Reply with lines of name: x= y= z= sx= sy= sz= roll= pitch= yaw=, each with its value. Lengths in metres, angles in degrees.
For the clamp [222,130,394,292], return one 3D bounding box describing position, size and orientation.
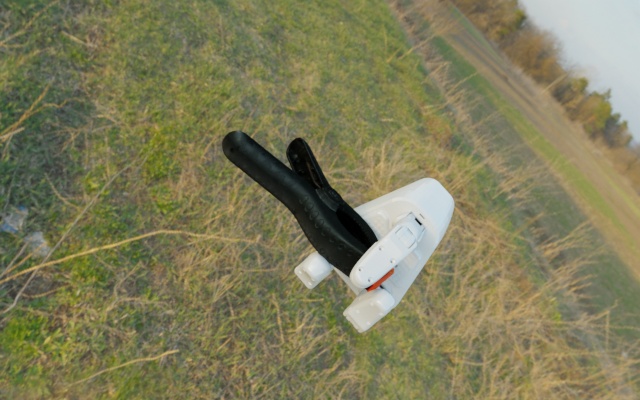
clamp: x=0.001 y=0.001 z=0.417 sx=0.039 sy=0.171 sz=0.120 roll=-44 pitch=-6 yaw=28
